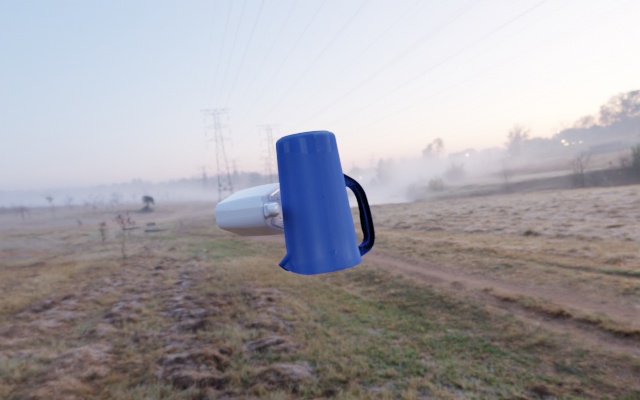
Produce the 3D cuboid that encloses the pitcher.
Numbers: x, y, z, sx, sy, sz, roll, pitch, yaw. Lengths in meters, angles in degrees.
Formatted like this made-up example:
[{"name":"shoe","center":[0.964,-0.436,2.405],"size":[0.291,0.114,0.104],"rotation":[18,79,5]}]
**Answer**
[{"name":"pitcher","center":[0.000,0.003,0.847],"size":[0.145,0.243,0.149],"rotation":[-8,1,23]}]
